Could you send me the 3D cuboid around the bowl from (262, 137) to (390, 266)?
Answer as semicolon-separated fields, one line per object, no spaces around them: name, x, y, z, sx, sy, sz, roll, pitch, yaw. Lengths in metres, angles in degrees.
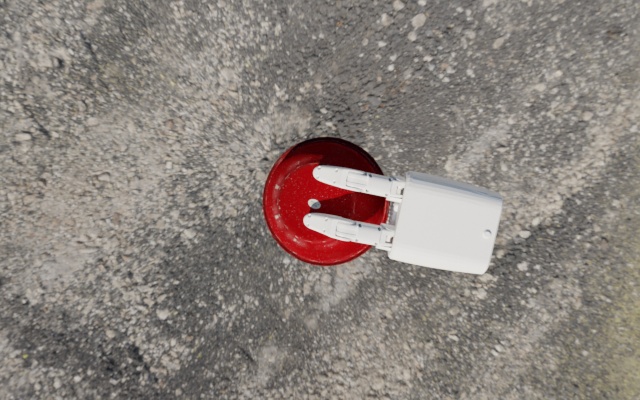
bowl;-0.001;0.002;0.570;0.162;0.162;0.055;0;1;12
